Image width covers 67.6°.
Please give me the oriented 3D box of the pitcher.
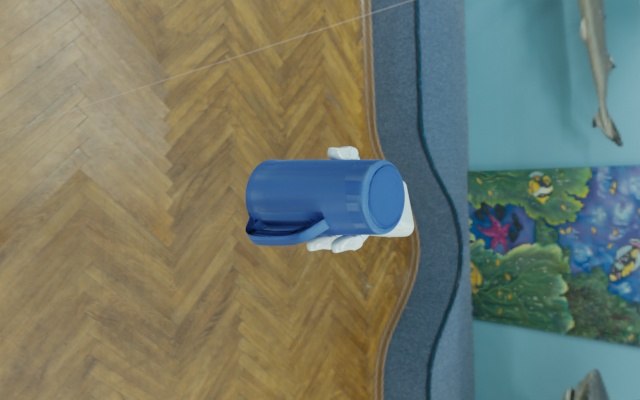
[{"bbox_3d":[0.000,0.002,0.750,0.243,0.149,0.145,0,-7,42],"label":"pitcher"}]
